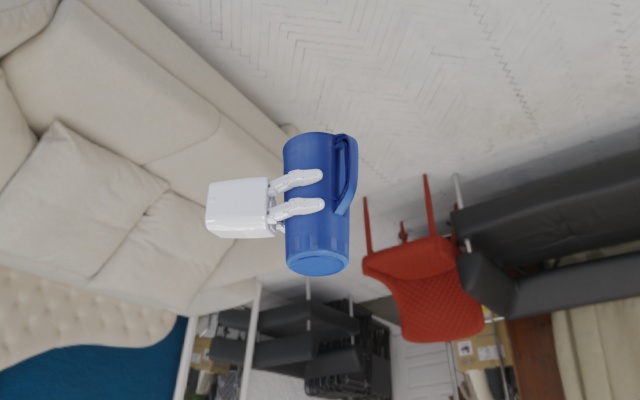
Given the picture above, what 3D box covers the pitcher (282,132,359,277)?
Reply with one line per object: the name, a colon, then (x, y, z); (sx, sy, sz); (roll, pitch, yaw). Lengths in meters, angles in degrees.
pitcher: (0.000, 0.003, 0.854); (0.145, 0.242, 0.149); (-3, -30, 4)
